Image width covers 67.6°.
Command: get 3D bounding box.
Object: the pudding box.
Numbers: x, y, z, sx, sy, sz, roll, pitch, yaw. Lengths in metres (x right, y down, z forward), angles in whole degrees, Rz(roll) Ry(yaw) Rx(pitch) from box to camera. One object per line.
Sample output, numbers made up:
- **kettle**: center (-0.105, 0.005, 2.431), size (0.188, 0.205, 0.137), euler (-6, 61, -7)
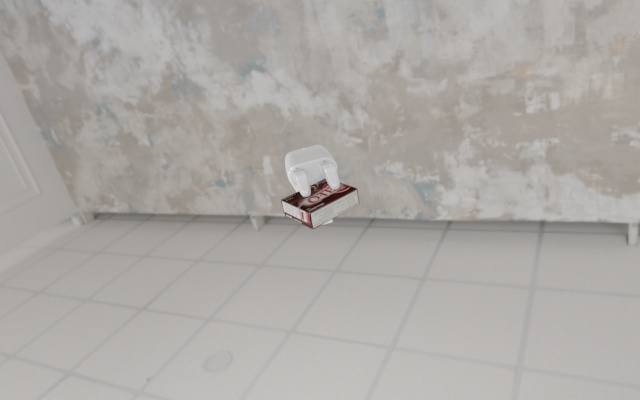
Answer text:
- **pudding box**: center (0.000, 0.003, 0.864), size (0.113, 0.039, 0.090), euler (-29, 30, -29)
